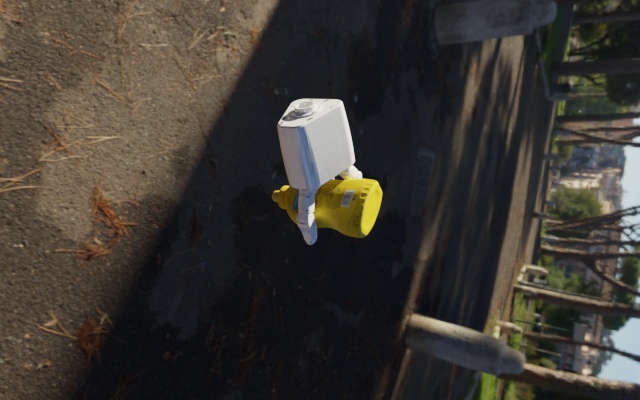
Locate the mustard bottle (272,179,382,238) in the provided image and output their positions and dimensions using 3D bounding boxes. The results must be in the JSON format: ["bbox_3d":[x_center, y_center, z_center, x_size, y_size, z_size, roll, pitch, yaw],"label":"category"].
[{"bbox_3d":[0.000,0.003,0.802,0.191,0.096,0.058,8,-28,29],"label":"mustard bottle"}]
